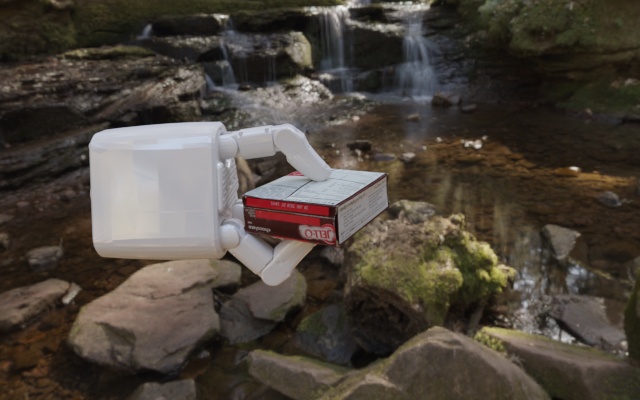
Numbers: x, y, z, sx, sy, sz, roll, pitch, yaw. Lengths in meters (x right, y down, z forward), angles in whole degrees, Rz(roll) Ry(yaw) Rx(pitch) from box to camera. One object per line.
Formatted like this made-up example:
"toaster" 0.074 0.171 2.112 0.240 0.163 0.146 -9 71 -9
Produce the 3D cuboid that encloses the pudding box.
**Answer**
"pudding box" 0.000 0.001 0.420 0.090 0.039 0.113 8 21 28
